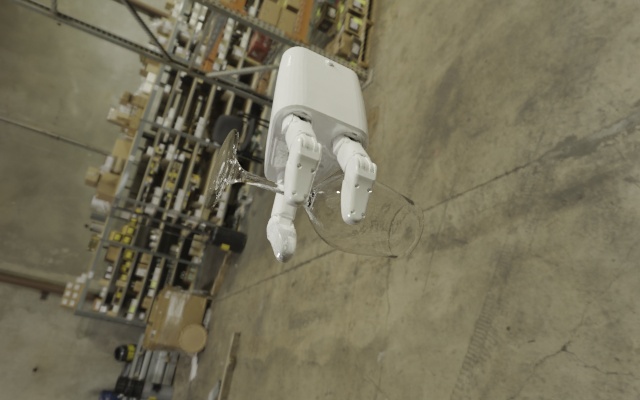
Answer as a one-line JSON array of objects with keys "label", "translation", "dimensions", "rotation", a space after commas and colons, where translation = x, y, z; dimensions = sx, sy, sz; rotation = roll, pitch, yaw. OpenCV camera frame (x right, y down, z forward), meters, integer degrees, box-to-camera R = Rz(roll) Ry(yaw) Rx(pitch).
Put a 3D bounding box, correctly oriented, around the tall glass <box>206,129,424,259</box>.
[{"label": "tall glass", "translation": [-0.001, 0.001, 0.454], "dimensions": [0.201, 0.079, 0.079], "rotation": [19, -7, -22]}]
